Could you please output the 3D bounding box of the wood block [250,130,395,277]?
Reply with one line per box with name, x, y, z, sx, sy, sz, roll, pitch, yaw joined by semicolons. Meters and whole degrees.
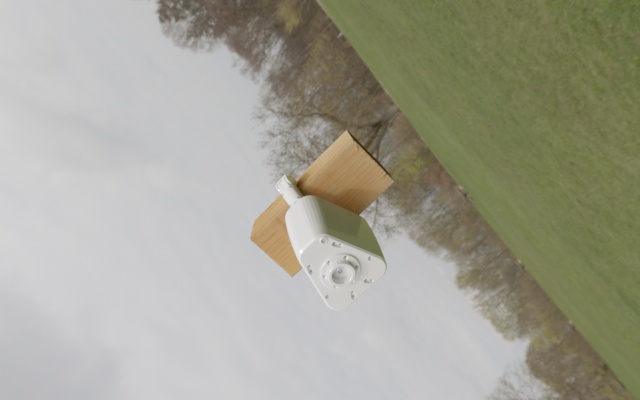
wood block;0.000;0.002;0.718;0.091;0.206;0.090;44;10;-13
